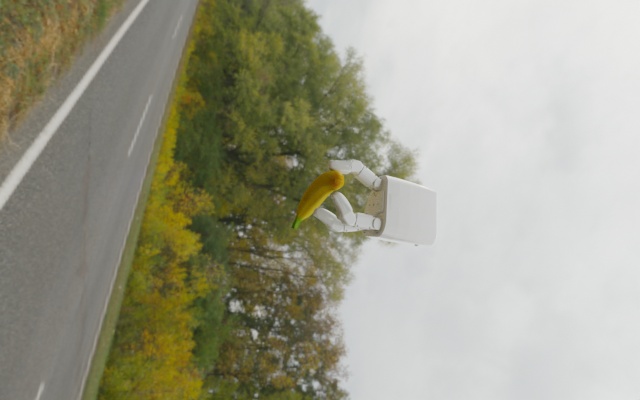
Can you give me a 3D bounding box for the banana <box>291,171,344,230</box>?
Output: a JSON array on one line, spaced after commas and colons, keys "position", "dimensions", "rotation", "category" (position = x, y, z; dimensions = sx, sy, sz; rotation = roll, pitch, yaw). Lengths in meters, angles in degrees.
[{"position": [0.001, -0.012, 0.859], "dimensions": [0.037, 0.069, 0.198], "rotation": [17, -33, -17], "category": "banana"}]
